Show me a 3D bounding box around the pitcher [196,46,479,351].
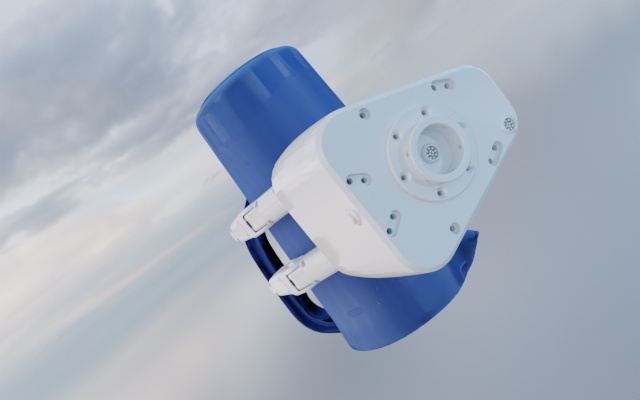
[{"bbox_3d":[0.000,0.001,0.415,0.149,0.243,0.145,-39,4,-16],"label":"pitcher"}]
